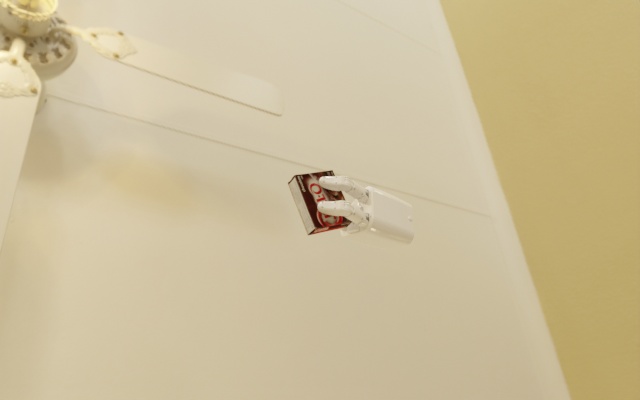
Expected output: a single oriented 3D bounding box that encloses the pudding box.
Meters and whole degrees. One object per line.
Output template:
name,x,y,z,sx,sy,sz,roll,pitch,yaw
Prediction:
pudding box,0.000,0.003,0.893,0.090,0.113,0.039,-10,-23,-37
